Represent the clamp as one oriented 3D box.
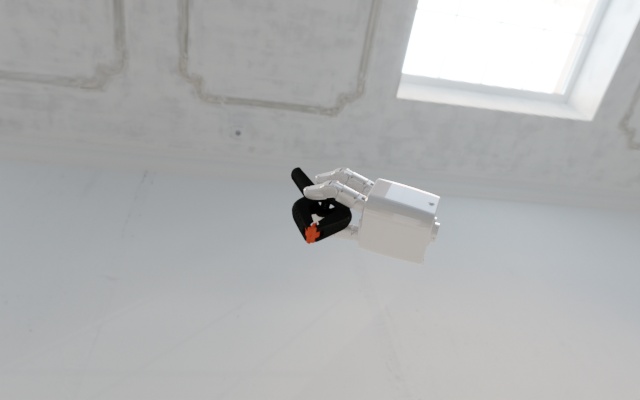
[{"bbox_3d":[0.000,0.004,0.780,0.164,0.036,0.210,14,29,14],"label":"clamp"}]
